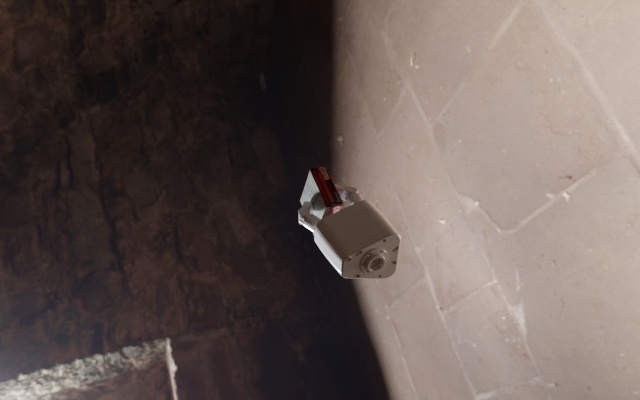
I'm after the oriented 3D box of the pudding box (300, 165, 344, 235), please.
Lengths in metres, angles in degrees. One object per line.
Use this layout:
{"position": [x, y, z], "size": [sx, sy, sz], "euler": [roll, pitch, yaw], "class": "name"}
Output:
{"position": [0.000, 0.003, 0.899], "size": [0.039, 0.090, 0.114], "euler": [-11, -29, -22], "class": "pudding box"}
